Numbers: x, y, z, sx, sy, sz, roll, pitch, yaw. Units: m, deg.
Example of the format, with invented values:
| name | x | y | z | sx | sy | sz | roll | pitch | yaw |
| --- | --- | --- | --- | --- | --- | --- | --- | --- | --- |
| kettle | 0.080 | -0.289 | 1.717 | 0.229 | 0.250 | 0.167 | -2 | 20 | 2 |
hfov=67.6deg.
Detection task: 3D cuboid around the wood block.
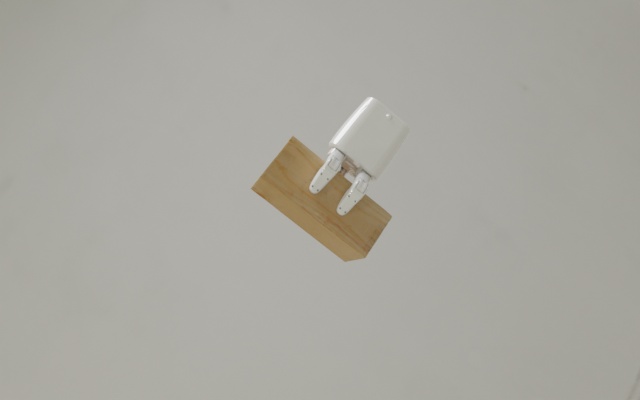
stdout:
| name | x | y | z | sx | sy | sz | roll | pitch | yaw |
| --- | --- | --- | --- | --- | --- | --- | --- | --- | --- |
| wood block | 0.000 | 0.002 | 0.784 | 0.206 | 0.090 | 0.091 | 39 | -19 | -8 |
